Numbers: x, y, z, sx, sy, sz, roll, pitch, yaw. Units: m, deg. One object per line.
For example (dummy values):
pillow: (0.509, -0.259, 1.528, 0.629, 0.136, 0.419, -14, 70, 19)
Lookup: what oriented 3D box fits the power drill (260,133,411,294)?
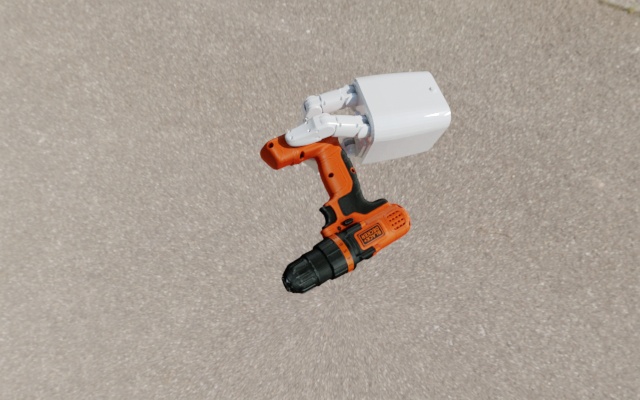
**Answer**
power drill: (0.000, 0.001, 0.600, 0.184, 0.187, 0.057, -27, -5, -23)
